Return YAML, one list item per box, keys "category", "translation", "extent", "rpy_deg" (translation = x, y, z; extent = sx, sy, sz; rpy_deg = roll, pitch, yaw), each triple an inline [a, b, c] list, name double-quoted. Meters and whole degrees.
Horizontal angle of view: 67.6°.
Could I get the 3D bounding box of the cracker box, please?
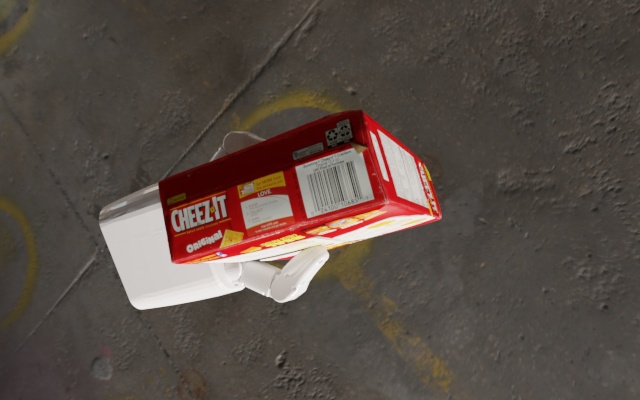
- category: "cracker box"
  translation: [0.000, 0.001, 0.408]
  extent: [0.164, 0.072, 0.214]
  rpy_deg: [-17, -11, 20]
